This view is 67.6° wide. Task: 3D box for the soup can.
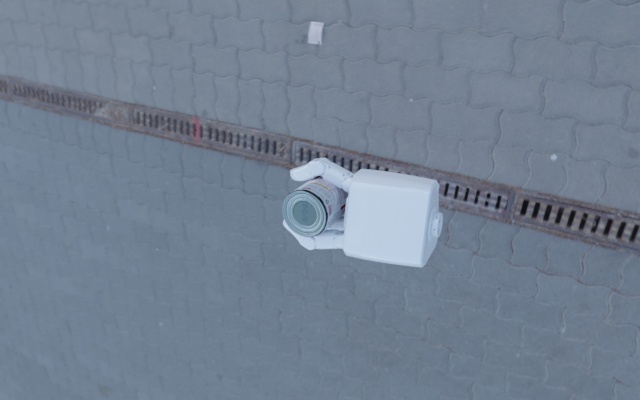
[{"bbox_3d":[0.000,0.002,0.661,0.068,0.068,0.102,0,19,27],"label":"soup can"}]
